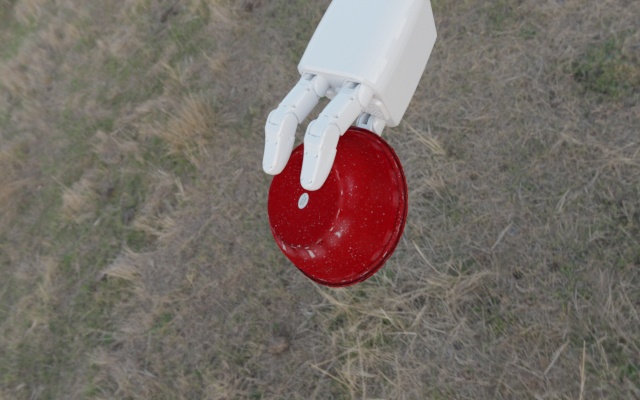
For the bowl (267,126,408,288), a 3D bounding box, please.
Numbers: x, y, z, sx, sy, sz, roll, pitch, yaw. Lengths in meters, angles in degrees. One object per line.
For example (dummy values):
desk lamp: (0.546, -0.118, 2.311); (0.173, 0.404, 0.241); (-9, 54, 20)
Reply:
bowl: (0.000, 0.003, 0.456); (0.162, 0.162, 0.055); (0, -7, 40)
